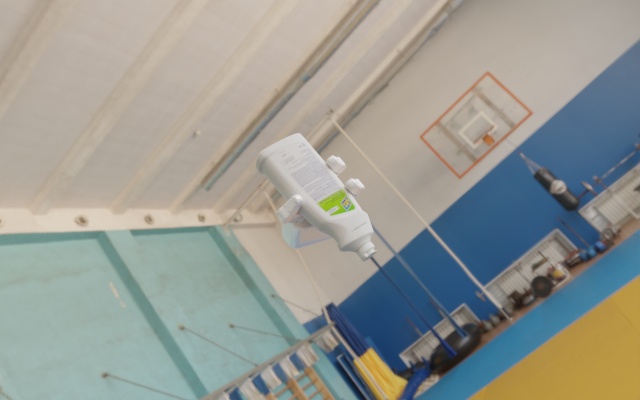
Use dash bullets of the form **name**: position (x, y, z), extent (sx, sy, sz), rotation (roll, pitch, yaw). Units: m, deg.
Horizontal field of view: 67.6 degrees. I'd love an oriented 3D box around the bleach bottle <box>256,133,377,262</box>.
- **bleach bottle**: position (0.000, 0.003, 0.820), extent (0.102, 0.250, 0.068), rotation (-31, -18, -24)
